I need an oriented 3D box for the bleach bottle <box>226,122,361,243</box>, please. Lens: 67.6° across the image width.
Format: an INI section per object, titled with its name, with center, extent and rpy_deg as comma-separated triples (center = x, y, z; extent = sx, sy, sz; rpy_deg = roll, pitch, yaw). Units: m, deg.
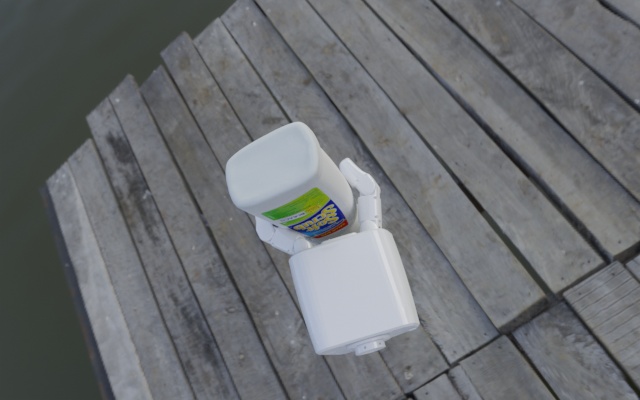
[bleach bottle]
center = 0.000, 0.002, 0.554
extent = 0.102, 0.068, 0.251
rpy_deg = -24, -25, 16
